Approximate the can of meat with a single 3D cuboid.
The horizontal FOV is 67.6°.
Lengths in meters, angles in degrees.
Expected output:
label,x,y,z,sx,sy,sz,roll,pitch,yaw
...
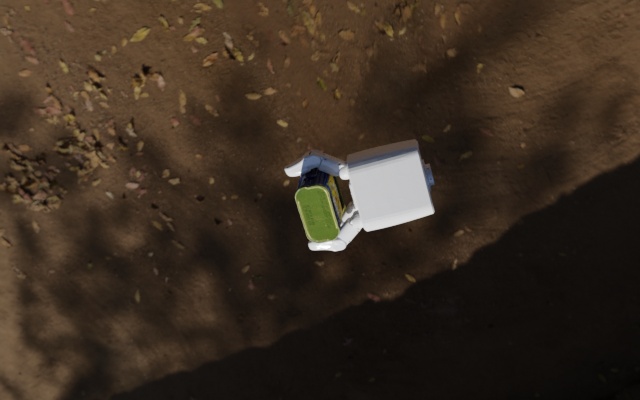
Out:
label,x,y,z,sx,sy,sz,roll,pitch,yaw
can of meat,0.000,0.002,0.729,0.057,0.102,0.084,-11,26,12
